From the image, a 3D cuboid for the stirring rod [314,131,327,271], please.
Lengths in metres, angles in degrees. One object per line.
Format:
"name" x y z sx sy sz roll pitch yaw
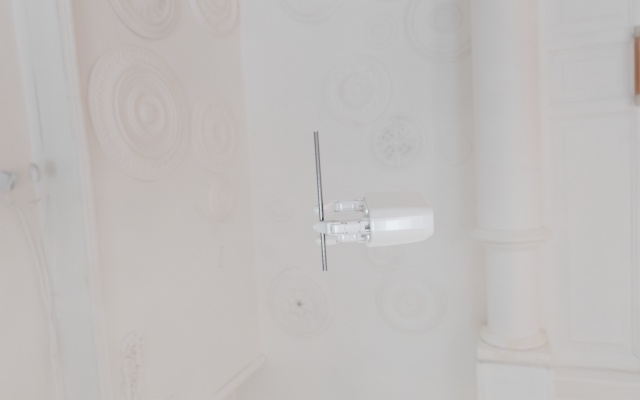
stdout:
"stirring rod" 0.000 0.003 0.819 0.011 0.239 0.011 -4 5 0
